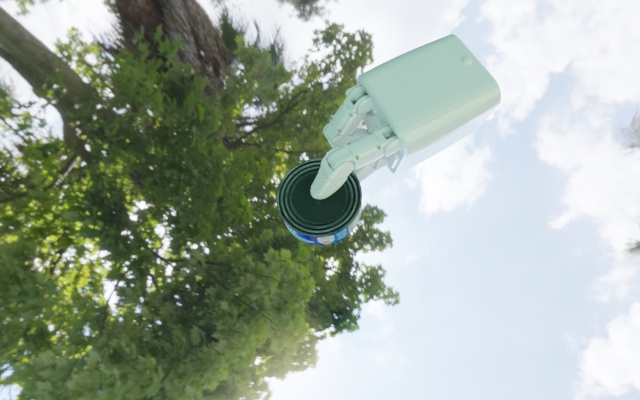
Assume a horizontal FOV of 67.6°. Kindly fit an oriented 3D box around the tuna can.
[{"bbox_3d":[0.000,0.002,0.488,0.086,0.086,0.034,0,-24,6],"label":"tuna can"}]
